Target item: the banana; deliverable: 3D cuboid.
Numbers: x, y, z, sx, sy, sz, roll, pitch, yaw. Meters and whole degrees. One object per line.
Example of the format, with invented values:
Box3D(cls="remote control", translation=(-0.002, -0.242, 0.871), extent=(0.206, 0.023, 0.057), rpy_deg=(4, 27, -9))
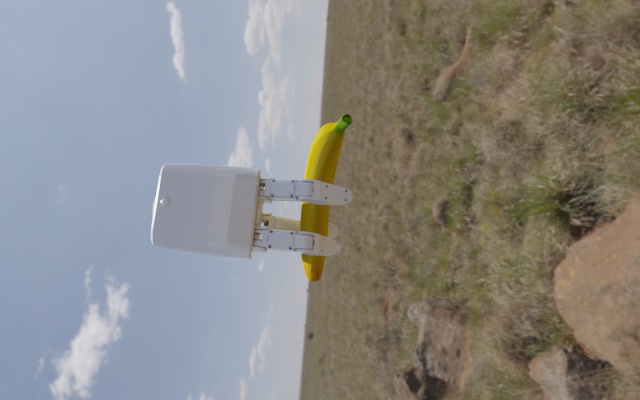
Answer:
Box3D(cls="banana", translation=(-0.002, -0.006, 0.565), extent=(0.037, 0.198, 0.069), rpy_deg=(7, 13, -9))
